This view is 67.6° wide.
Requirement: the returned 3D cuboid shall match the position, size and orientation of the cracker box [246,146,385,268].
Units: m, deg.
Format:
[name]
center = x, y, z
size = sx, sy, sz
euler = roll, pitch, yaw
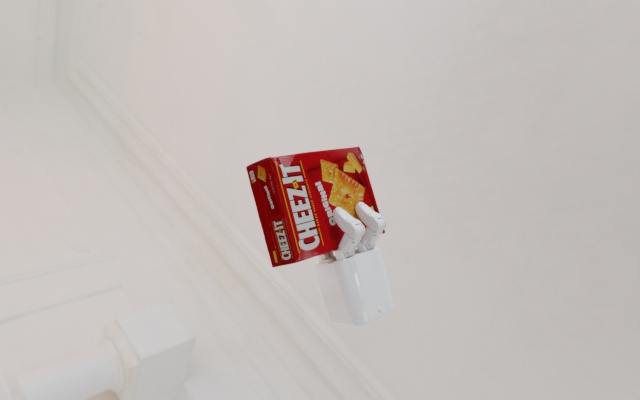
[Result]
[cracker box]
center = 0.000, 0.003, 0.787
size = 0.213, 0.164, 0.072
euler = -13, -4, -45
